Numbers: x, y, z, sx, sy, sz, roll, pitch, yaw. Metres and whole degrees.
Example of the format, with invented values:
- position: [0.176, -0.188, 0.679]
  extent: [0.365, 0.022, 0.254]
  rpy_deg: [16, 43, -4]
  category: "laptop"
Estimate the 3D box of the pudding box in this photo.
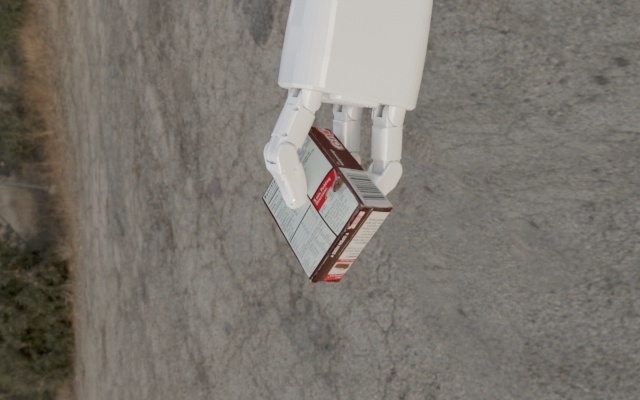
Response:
- position: [0.000, 0.001, 0.419]
  extent: [0.039, 0.090, 0.113]
  rpy_deg: [6, 37, -38]
  category: "pudding box"
